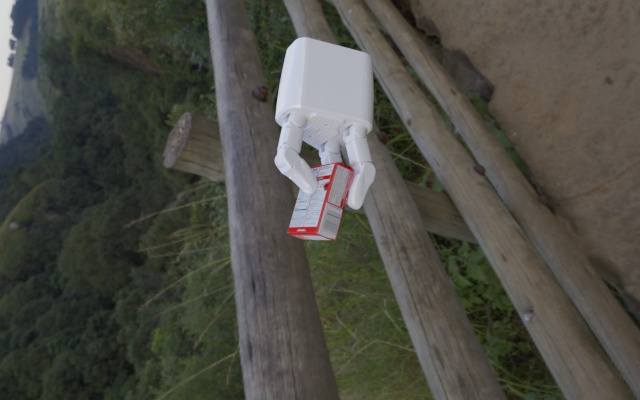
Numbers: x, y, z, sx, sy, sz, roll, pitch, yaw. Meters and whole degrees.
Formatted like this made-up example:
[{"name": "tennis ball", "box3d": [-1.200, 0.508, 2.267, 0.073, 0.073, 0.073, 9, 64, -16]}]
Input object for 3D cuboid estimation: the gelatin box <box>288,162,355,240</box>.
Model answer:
[{"name": "gelatin box", "box3d": [0.000, 0.002, 0.567, 0.030, 0.089, 0.073, 23, -14, -28]}]
